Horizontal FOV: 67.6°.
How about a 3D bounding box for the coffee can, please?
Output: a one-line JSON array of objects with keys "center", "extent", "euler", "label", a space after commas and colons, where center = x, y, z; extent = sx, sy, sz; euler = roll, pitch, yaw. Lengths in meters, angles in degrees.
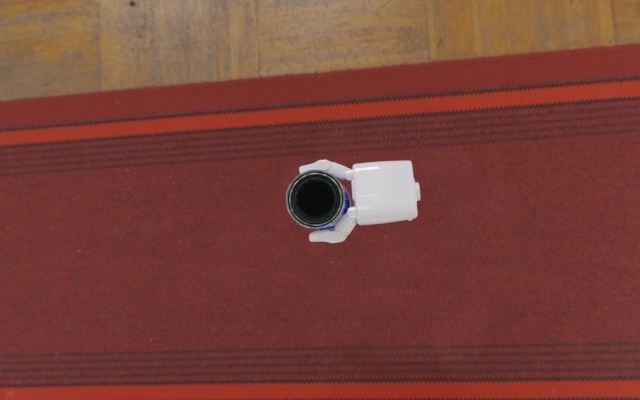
[{"center": [0.000, 0.003, 0.880], "extent": [0.103, 0.103, 0.140], "euler": [0, -4, 8], "label": "coffee can"}]
